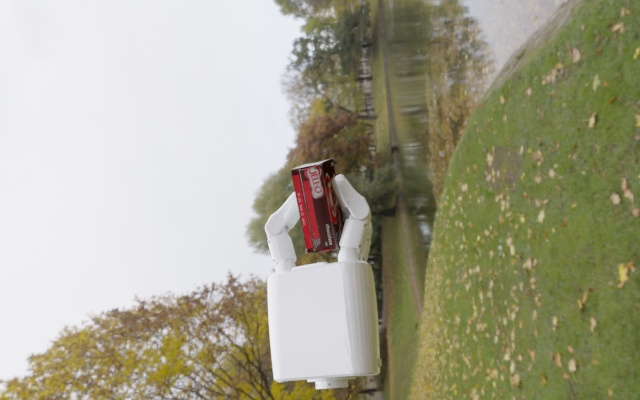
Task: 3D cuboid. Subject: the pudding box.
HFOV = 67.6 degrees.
[{"bbox_3d":[0.000,0.002,0.532,0.039,0.090,0.113,-9,7,6],"label":"pudding box"}]
